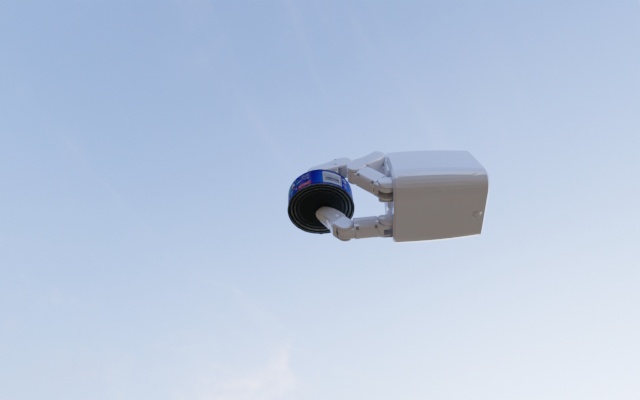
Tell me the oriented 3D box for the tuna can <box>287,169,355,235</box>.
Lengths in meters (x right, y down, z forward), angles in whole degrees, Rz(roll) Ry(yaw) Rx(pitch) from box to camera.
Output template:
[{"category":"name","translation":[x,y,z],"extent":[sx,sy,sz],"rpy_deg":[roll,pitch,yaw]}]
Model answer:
[{"category":"tuna can","translation":[0.000,0.002,0.618],"extent":[0.086,0.086,0.033],"rpy_deg":[0,41,-3]}]
